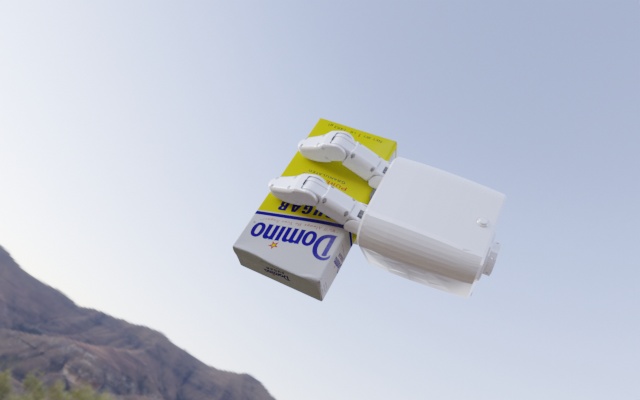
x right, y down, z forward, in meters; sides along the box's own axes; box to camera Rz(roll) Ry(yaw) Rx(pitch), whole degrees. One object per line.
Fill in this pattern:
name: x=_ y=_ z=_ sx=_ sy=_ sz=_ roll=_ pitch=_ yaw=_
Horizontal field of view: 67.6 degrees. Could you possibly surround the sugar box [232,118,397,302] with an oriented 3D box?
sugar box: x=0.000 y=0.001 z=0.474 sx=0.093 sy=0.176 sz=0.048 roll=20 pitch=-32 yaw=19
